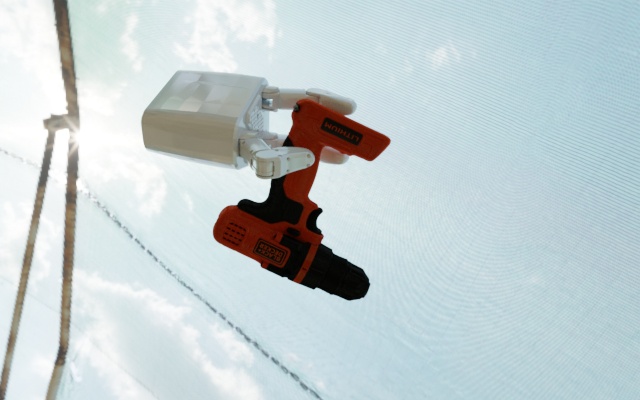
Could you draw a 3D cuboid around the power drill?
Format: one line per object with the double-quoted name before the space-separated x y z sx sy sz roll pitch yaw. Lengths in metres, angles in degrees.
"power drill" 0.000 0.001 0.511 0.184 0.188 0.057 25 10 -7
